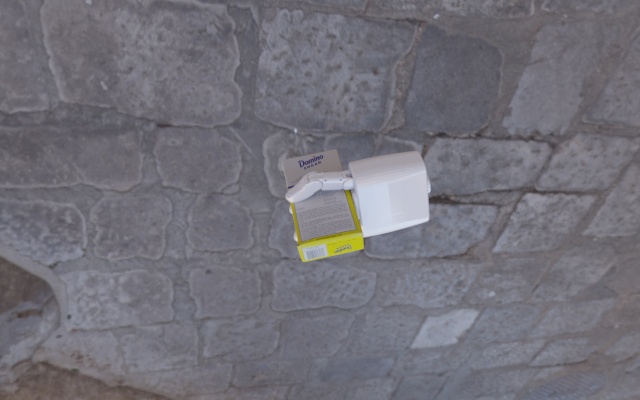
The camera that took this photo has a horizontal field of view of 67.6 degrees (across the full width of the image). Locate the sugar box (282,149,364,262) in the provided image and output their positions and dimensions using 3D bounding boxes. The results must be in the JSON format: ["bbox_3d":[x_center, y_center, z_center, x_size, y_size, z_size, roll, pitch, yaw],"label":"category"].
[{"bbox_3d":[0.000,0.003,0.722,0.093,0.176,0.048,-11,-43,-2],"label":"sugar box"}]
